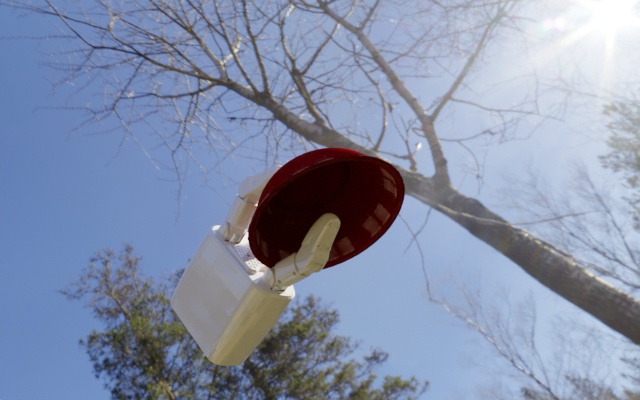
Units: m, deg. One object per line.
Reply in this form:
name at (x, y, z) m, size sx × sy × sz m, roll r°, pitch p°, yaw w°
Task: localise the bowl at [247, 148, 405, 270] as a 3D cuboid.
bowl at (0.001, 0.000, 0.478) m, size 0.162 × 0.162 × 0.055 m, roll 0°, pitch 44°, yaw -29°
